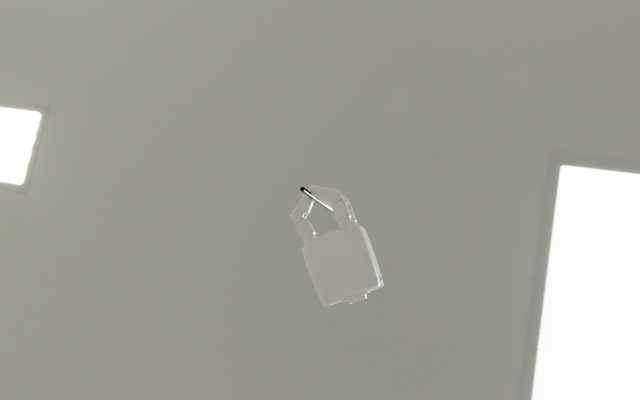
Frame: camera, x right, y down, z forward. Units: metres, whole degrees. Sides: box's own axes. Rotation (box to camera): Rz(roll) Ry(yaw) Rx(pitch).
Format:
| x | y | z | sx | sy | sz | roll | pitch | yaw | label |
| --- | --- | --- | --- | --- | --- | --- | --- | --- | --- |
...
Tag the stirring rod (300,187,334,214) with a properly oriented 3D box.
| x | y | z | sx | sy | sz | roll | pitch | yaw | label |
| --- | --- | --- | --- | --- | --- | --- | --- | --- | --- |
| 0.000 | 0.003 | 0.878 | 0.011 | 0.011 | 0.239 | 0 | -10 | 14 | stirring rod |
